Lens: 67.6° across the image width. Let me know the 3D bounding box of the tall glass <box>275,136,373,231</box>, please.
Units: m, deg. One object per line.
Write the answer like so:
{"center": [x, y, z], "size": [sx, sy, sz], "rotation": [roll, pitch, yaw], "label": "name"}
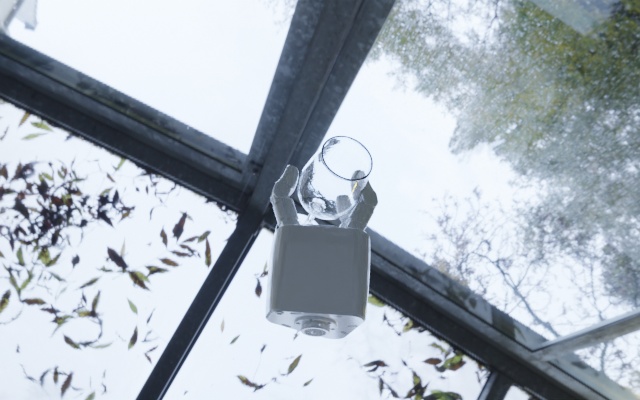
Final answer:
{"center": [0.000, 0.002, 0.613], "size": [0.079, 0.079, 0.201], "rotation": [0, -31, -21], "label": "tall glass"}
